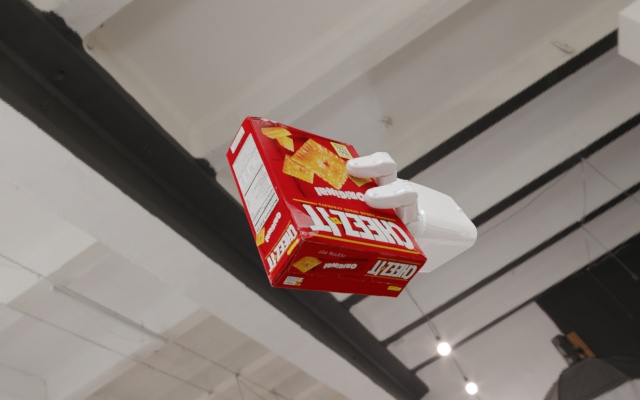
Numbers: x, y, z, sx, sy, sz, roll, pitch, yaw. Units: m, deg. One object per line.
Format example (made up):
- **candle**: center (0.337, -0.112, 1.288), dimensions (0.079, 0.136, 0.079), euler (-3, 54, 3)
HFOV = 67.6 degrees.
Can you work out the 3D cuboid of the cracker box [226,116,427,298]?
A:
- **cracker box**: center (0.000, 0.002, 0.541), dimensions (0.164, 0.072, 0.213), euler (12, 34, -34)
